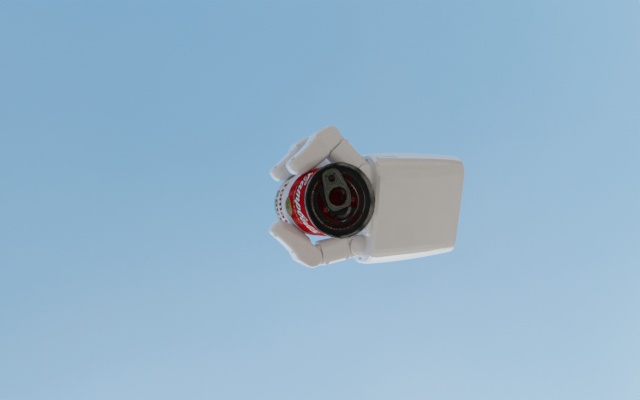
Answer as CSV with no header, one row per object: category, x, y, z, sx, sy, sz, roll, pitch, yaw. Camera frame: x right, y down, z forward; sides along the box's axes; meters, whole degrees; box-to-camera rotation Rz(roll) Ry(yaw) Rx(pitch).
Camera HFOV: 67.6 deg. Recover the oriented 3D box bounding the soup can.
soup can,-0.001,0.002,0.467,0.068,0.068,0.102,0,-2,-21
